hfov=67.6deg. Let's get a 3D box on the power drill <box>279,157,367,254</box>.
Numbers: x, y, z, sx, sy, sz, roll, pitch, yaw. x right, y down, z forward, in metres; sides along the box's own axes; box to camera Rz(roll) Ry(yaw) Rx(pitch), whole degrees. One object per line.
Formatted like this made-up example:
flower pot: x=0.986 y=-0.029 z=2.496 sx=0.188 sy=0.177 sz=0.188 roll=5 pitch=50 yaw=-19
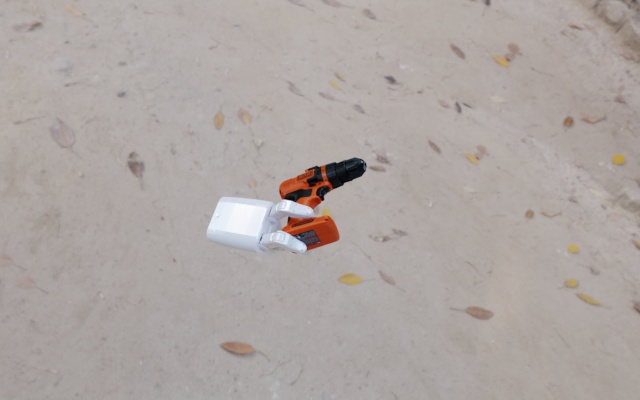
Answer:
power drill: x=0.000 y=0.003 z=0.887 sx=0.184 sy=0.057 sz=0.187 roll=-20 pitch=34 yaw=20
